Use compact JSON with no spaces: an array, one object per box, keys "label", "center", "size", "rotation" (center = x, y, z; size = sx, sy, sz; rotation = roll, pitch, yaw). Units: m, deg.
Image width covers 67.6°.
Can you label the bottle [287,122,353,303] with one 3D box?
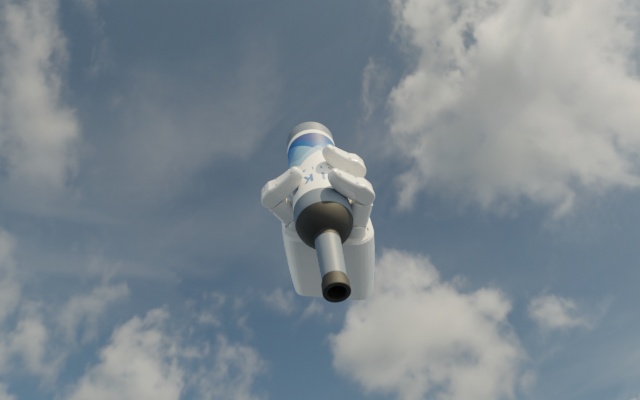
[{"label":"bottle","center":[0.000,0.002,0.565],"size":[0.069,0.069,0.295],"rotation":[0,35,-7]}]
